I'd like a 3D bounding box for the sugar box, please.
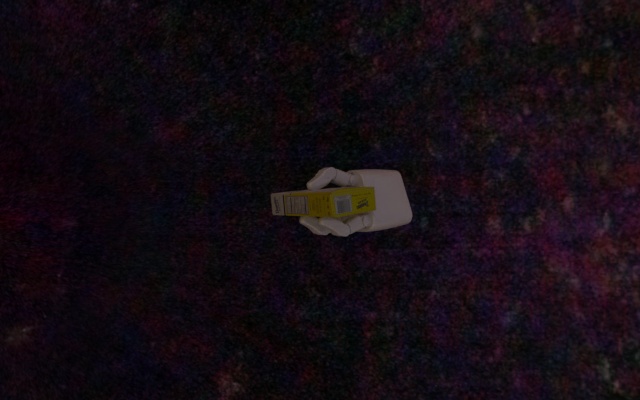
[{"bbox_3d":[0.000,0.003,0.817,0.093,0.048,0.176,-7,2,-37],"label":"sugar box"}]
